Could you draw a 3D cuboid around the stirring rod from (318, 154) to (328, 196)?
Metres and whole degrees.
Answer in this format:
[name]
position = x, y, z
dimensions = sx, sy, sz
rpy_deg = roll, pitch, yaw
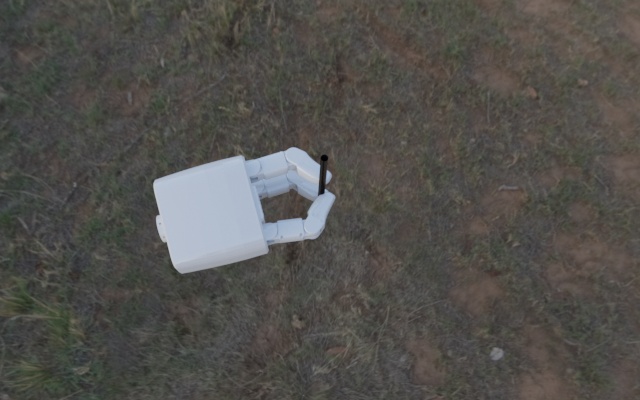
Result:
[stirring rod]
position = 0.000, 0.002, 0.599
dimensions = 0.011, 0.011, 0.240
rpy_deg = 0, -22, -2
